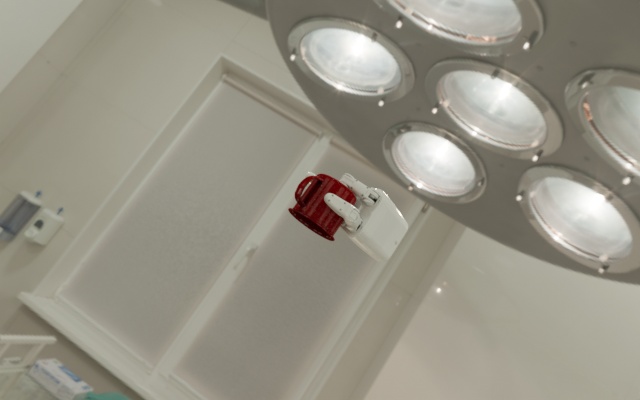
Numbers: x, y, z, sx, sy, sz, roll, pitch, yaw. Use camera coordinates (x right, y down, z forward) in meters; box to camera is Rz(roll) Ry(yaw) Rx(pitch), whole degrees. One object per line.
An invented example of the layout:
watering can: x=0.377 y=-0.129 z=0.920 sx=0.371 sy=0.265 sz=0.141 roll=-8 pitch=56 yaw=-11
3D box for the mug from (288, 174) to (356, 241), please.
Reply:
mug: x=-0.001 y=0.002 z=0.794 sx=0.093 sy=0.081 sz=0.117 roll=22 pitch=-17 yaw=47
